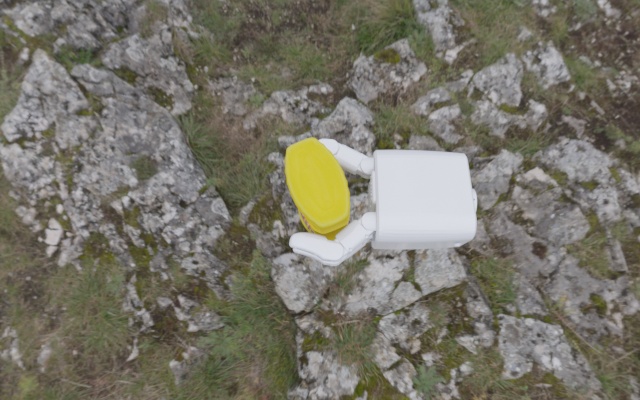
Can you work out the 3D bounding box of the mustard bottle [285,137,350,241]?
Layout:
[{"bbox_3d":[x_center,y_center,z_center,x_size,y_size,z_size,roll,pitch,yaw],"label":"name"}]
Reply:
[{"bbox_3d":[0.000,0.002,0.564,0.058,0.096,0.192,-24,-13,-3],"label":"mustard bottle"}]
